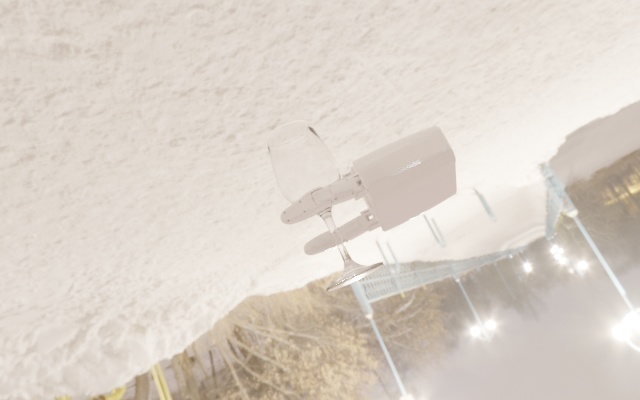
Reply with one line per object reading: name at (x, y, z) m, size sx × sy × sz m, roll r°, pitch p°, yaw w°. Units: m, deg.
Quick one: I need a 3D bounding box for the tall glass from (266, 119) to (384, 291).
tall glass at (0.000, 0.003, 0.576) m, size 0.079 × 0.201 × 0.079 m, roll -24°, pitch -16°, yaw -7°
